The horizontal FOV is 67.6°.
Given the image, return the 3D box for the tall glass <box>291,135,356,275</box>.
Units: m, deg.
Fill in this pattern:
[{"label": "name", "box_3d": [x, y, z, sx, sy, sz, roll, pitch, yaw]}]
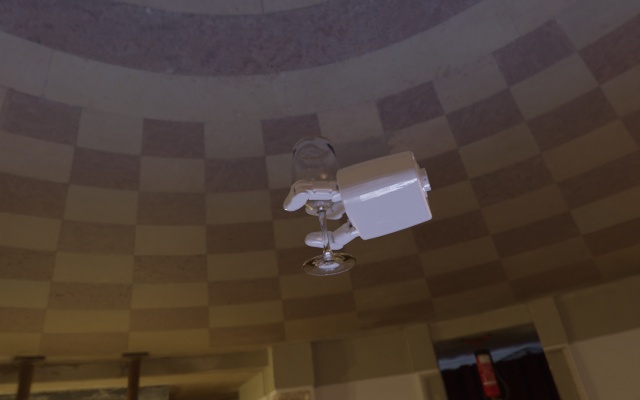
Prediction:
[{"label": "tall glass", "box_3d": [0.000, 0.003, 0.700, 0.079, 0.201, 0.079, -7, -29, -4]}]
